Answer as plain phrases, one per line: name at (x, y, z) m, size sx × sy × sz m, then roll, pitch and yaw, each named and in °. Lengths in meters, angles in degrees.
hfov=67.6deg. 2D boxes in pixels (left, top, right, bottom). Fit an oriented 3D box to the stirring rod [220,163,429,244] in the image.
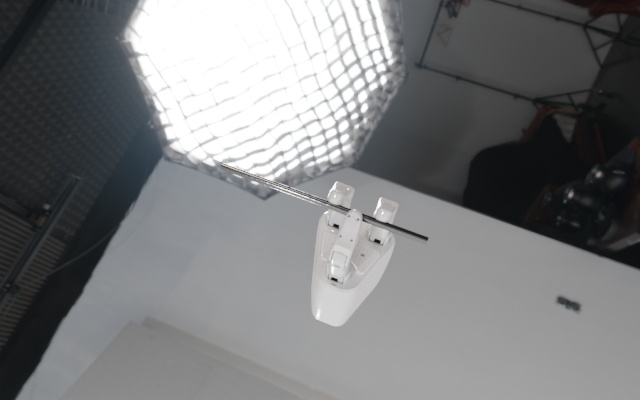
stirring rod at (0.000, 0.002, 0.518) m, size 0.239 × 0.011 × 0.011 m, roll 20°, pitch 3°, yaw 10°
